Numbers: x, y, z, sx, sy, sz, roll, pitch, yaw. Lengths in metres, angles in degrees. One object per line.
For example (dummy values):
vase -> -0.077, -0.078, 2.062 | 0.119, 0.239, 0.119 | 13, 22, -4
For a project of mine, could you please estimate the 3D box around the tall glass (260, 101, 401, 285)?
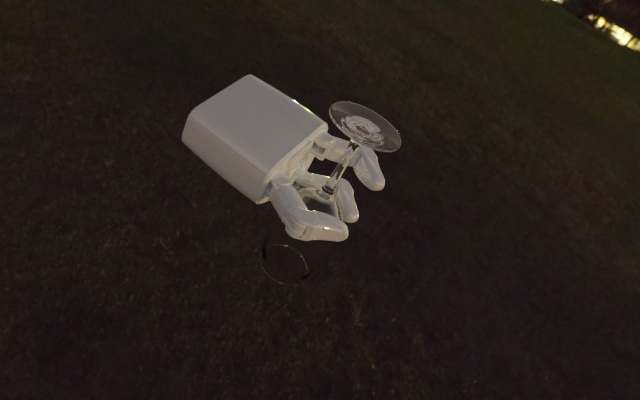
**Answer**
tall glass -> 0.000, 0.001, 0.493 | 0.079, 0.201, 0.079 | 20, 35, -15
